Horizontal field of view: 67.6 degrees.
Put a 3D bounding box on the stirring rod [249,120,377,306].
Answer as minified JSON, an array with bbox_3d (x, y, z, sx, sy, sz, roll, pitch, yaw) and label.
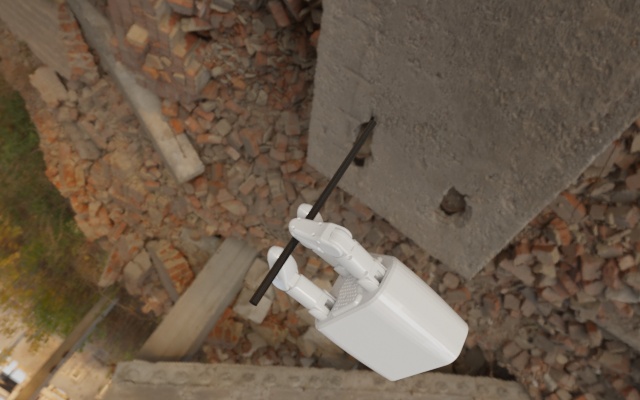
[{"bbox_3d":[0.000,0.001,0.471,0.011,0.239,0.011,25,-30,16],"label":"stirring rod"}]
